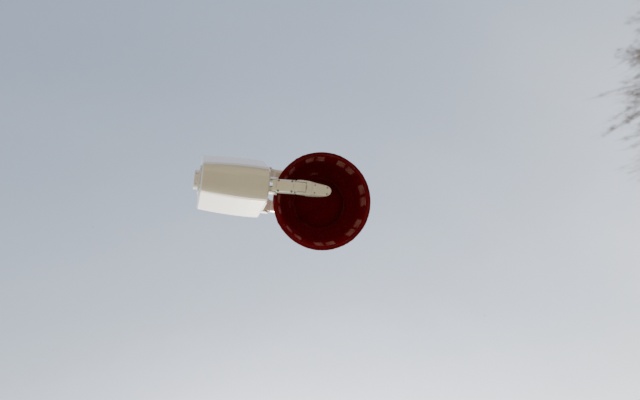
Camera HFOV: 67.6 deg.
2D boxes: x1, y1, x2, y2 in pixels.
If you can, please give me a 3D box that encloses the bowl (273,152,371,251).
[{"bbox_3d":[0.001,0.003,0.804,0.162,0.162,0.055,0,-5,-7],"label":"bowl"}]
